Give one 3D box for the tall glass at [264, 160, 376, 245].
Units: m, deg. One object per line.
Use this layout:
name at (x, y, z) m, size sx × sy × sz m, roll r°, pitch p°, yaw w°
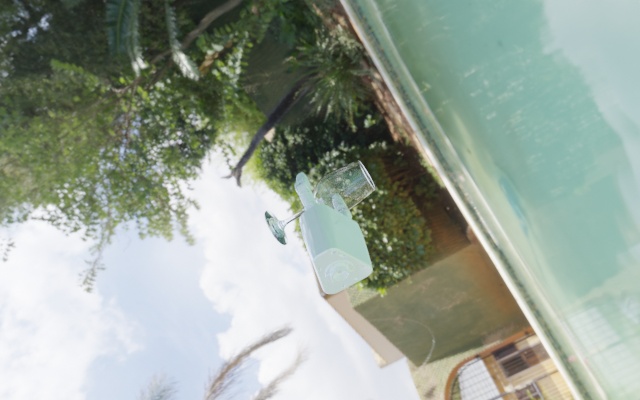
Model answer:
tall glass at (-0.001, 0.003, 0.878) m, size 0.201 × 0.079 × 0.079 m, roll -31°, pitch -7°, yaw 12°
